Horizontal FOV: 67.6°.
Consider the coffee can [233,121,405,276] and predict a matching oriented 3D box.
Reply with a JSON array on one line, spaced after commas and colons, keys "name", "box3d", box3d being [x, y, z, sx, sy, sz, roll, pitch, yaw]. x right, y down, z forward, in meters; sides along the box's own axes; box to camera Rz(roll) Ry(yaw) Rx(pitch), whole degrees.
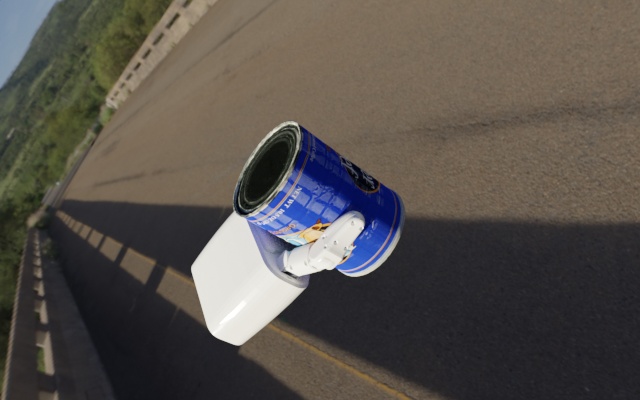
[{"name": "coffee can", "box3d": [0.000, 0.002, 0.476, 0.140, 0.102, 0.103, 32, -17, -29]}]
